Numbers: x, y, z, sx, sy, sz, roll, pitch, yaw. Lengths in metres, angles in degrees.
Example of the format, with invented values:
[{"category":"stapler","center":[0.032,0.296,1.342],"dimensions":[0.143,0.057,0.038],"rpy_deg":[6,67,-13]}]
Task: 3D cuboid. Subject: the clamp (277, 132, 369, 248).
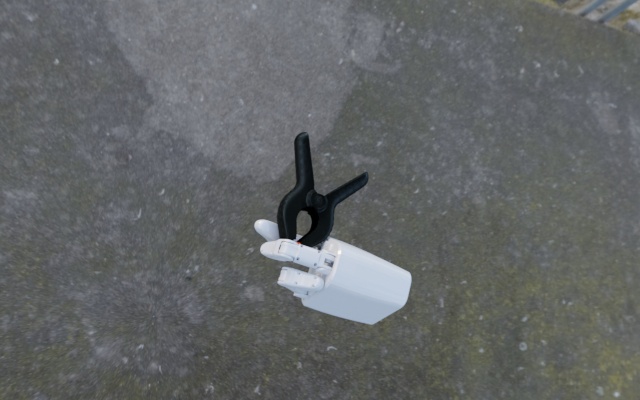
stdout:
[{"category":"clamp","center":[0.000,0.002,0.646],"dimensions":[0.120,0.171,0.039],"rpy_deg":[21,-19,-14]}]
